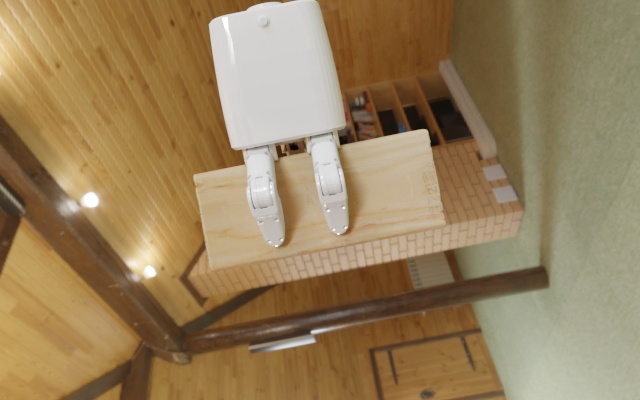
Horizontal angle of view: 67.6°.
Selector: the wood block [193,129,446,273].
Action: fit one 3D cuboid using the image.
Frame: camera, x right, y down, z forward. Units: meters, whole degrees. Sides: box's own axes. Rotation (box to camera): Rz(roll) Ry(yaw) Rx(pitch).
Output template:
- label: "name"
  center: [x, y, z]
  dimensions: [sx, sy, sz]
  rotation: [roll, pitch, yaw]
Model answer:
- label: "wood block"
  center: [0.000, 0.001, 0.453]
  dimensions: [0.206, 0.090, 0.091]
  rotation: [-11, -1, 2]
